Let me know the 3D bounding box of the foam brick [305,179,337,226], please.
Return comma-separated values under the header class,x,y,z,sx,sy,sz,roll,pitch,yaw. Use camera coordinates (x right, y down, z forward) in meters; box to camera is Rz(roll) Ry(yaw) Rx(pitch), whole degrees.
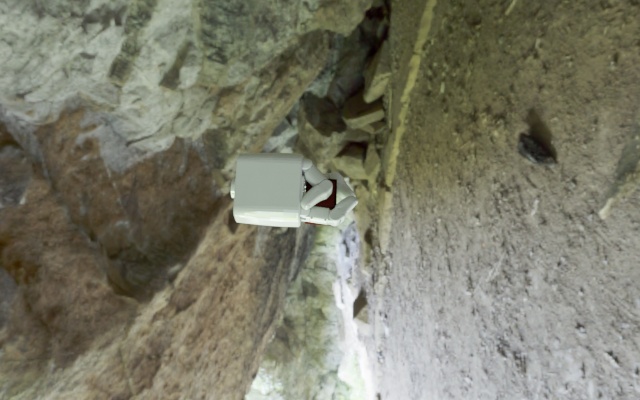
class,x,y,z,sx,sy,sz,roll,pitch,yaw
foam brick,0.000,0.003,0.807,0.051,0.053,0.078,2,-27,0
